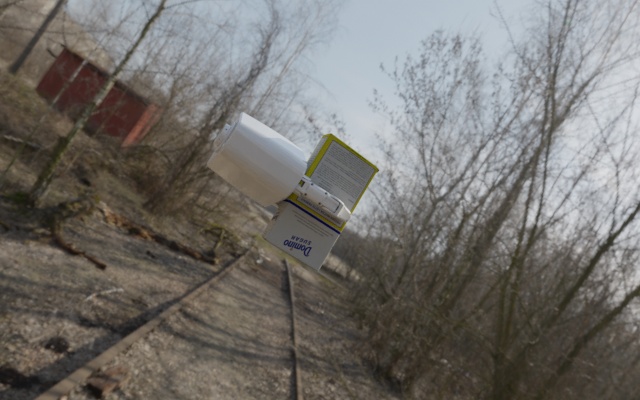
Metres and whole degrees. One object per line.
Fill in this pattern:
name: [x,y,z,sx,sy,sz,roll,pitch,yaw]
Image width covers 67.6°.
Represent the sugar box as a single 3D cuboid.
sugar box: [0.000,0.002,0.689,0.093,0.176,0.048,34,-4,-16]
